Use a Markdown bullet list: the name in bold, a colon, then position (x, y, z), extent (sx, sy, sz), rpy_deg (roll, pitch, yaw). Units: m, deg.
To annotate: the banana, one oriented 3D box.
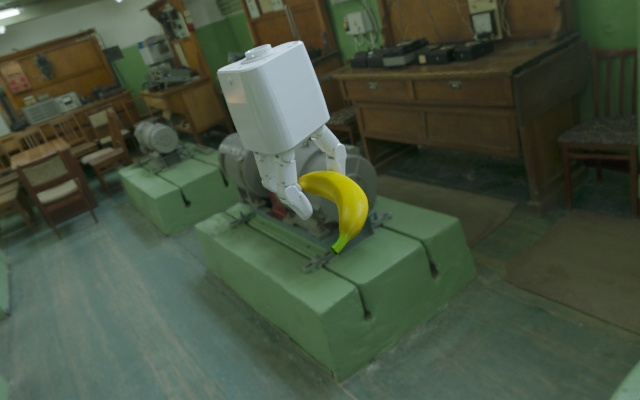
- **banana**: position (0.018, -0.004, 0.615), extent (0.069, 0.037, 0.197), rpy_deg (-23, 28, -3)
